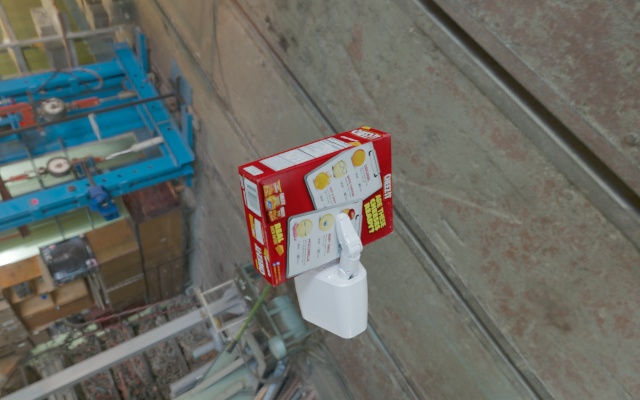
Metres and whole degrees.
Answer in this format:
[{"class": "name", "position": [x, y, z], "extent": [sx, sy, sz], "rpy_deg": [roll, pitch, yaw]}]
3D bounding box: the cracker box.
[{"class": "cracker box", "position": [0.000, 0.002, 0.675], "extent": [0.213, 0.164, 0.072], "rpy_deg": [-22, 32, -28]}]
